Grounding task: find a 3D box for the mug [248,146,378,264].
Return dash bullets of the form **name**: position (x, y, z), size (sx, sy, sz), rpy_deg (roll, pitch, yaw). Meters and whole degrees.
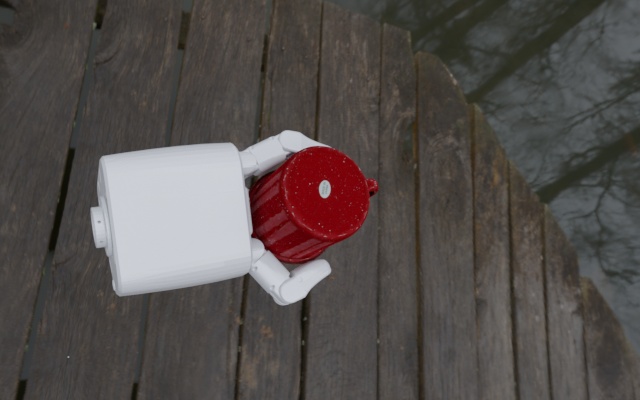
- **mug**: position (0.001, 0.001, 0.422), size (0.117, 0.093, 0.081), rpy_deg (-10, -11, -28)
